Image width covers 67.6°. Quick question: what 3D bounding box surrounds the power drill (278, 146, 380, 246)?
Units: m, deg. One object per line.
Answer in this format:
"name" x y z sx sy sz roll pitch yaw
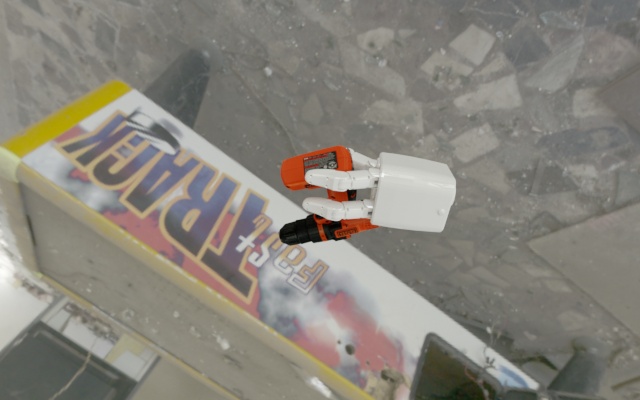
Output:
"power drill" 0.000 0.002 0.761 0.184 0.057 0.188 -15 -36 7
